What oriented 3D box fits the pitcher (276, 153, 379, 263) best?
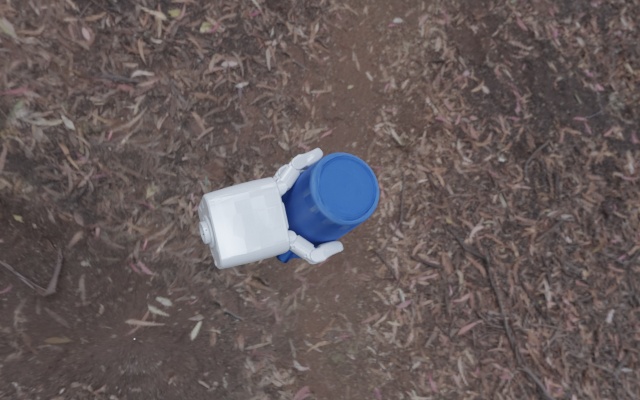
[{"bbox_3d":[0.000,0.003,0.777,0.145,0.149,0.243,-14,-10,-24],"label":"pitcher"}]
